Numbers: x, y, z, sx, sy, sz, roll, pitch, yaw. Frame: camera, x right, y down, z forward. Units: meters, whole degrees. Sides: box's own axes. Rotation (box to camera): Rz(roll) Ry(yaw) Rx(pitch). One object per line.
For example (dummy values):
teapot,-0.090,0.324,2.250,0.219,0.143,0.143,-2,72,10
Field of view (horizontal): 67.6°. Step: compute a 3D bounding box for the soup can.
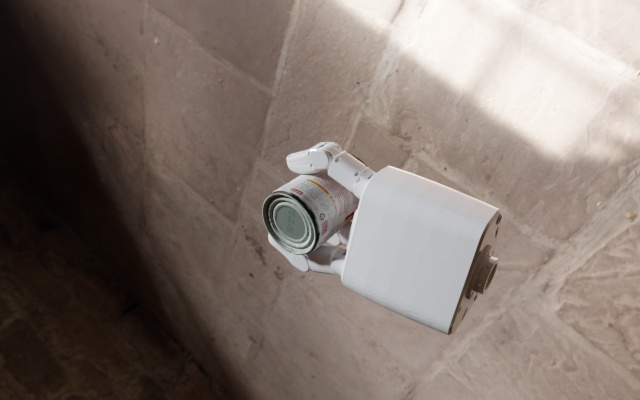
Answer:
soup can,0.000,0.001,0.475,0.068,0.068,0.102,0,25,40
